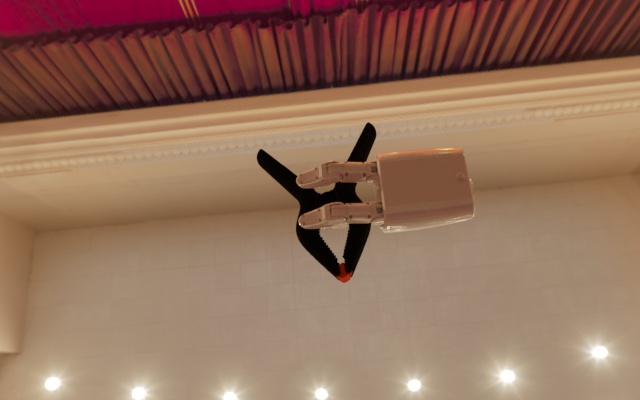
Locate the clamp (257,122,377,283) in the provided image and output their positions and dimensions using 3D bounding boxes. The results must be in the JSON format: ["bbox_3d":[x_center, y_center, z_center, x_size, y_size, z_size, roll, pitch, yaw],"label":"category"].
[{"bbox_3d":[0.001,0.003,0.613,0.164,0.210,0.036,-8,-23,7],"label":"clamp"}]
